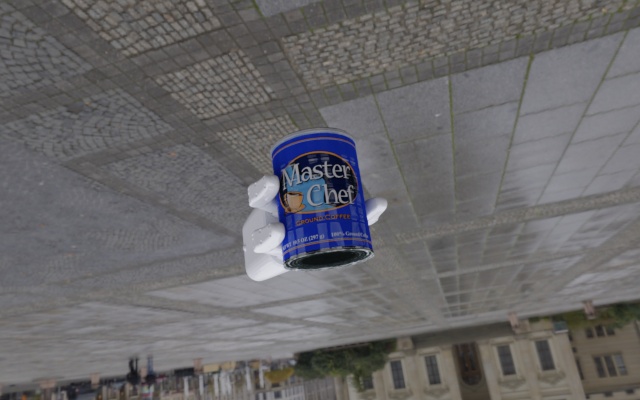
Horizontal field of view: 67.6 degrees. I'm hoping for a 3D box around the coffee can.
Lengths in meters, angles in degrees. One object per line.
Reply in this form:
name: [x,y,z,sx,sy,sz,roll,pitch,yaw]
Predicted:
coffee can: [0.000,0.002,0.549,0.103,0.140,0.103,-7,-19,-2]
